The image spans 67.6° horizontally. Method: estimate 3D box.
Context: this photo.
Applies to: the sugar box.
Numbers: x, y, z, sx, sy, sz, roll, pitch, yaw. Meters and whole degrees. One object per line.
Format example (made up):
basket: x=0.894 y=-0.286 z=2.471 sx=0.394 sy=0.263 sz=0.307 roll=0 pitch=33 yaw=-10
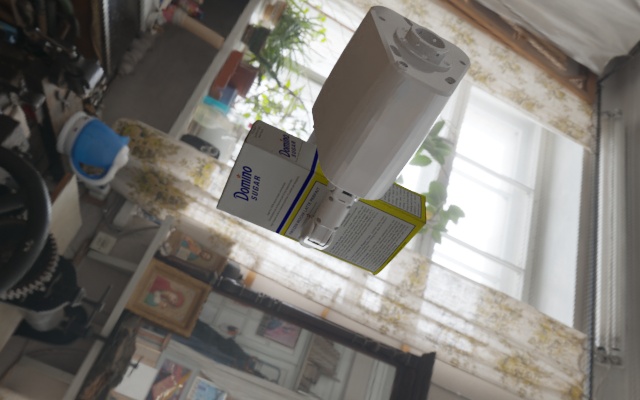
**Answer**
sugar box: x=0.000 y=0.001 z=0.452 sx=0.176 sy=0.093 sz=0.048 roll=26 pitch=41 yaw=-9
